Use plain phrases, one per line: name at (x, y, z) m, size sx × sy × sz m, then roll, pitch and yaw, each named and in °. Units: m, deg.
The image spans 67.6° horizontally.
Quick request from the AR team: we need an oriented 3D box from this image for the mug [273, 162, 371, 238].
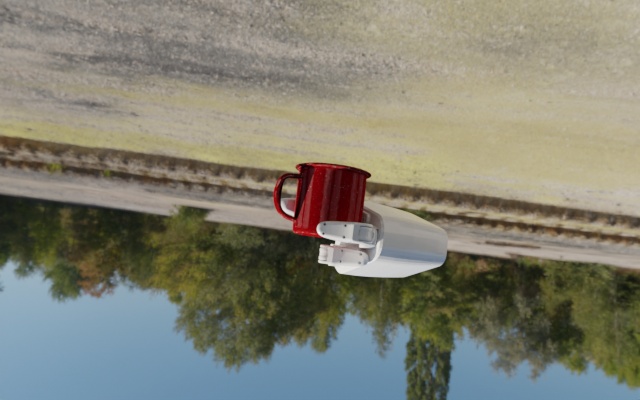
mug at (-0.001, 0.002, 0.569) m, size 0.117 × 0.081 × 0.093 m, roll 10°, pitch -7°, yaw -25°
